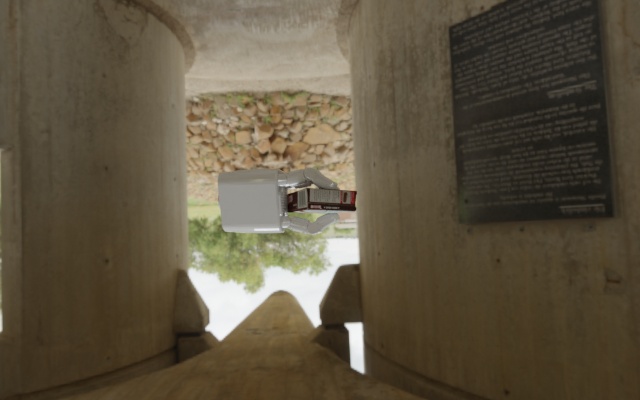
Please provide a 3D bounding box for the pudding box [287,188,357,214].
[{"bbox_3d":[0.000,0.003,0.825,0.090,0.039,0.113,2,-3,-20],"label":"pudding box"}]
